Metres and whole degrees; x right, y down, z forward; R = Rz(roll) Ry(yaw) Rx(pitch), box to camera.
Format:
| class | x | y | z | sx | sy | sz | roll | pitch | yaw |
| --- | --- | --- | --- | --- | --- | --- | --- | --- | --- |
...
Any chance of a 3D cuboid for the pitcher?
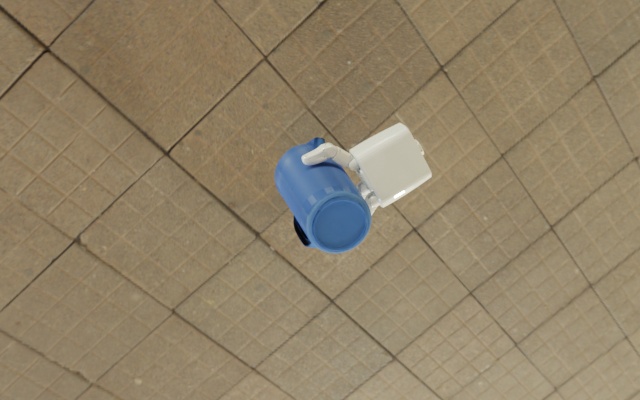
| class | x | y | z | sx | sy | sz | roll | pitch | yaw |
| --- | --- | --- | --- | --- | --- | --- | --- | --- | --- |
| pitcher | 0.000 | 0.003 | 0.850 | 0.145 | 0.149 | 0.242 | -32 | 27 | 0 |
